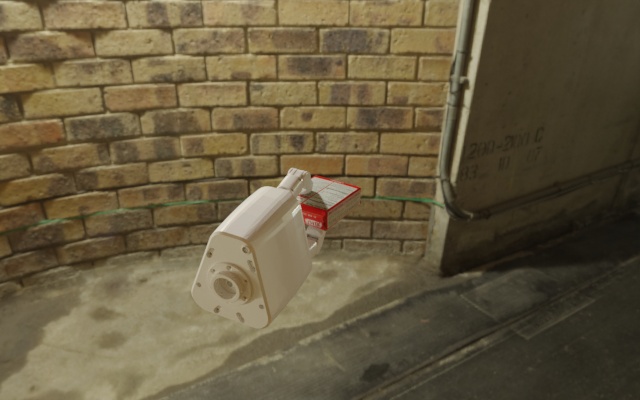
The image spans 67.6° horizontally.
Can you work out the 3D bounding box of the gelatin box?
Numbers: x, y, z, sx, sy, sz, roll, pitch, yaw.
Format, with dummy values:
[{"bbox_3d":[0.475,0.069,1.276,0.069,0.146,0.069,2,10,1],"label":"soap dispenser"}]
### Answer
[{"bbox_3d":[0.000,0.001,0.621,0.073,0.030,0.089,16,31,30],"label":"gelatin box"}]
